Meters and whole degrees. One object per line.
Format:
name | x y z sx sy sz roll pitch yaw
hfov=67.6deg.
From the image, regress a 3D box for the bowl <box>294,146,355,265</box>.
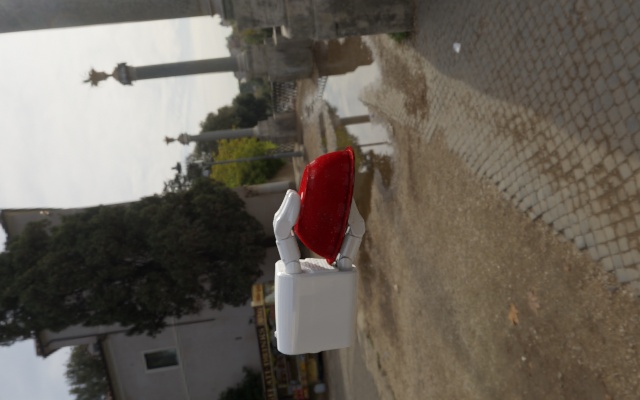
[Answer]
bowl | 0.000 0.001 0.640 0.055 0.162 0.162 10 -1 -7
